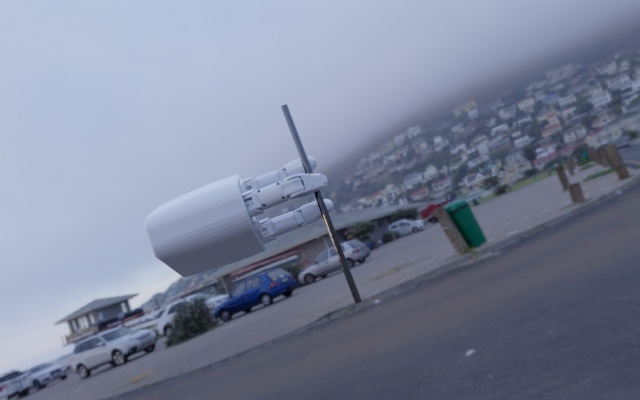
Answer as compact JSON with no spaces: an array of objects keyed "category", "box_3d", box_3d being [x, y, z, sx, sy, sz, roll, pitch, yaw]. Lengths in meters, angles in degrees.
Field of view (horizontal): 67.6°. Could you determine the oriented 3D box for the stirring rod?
[{"category":"stirring rod","box_3d":[0.000,0.002,0.544,0.011,0.239,0.011,-21,-6,-2]}]
